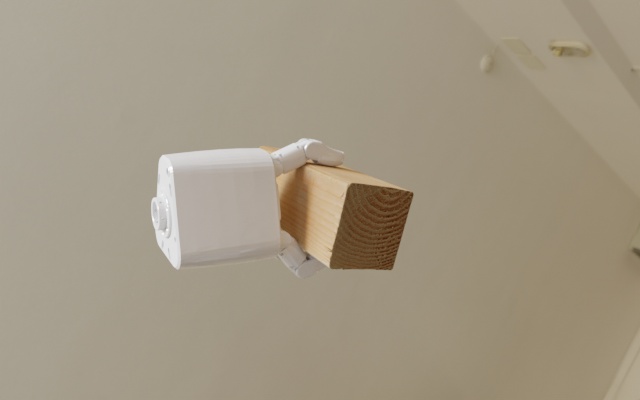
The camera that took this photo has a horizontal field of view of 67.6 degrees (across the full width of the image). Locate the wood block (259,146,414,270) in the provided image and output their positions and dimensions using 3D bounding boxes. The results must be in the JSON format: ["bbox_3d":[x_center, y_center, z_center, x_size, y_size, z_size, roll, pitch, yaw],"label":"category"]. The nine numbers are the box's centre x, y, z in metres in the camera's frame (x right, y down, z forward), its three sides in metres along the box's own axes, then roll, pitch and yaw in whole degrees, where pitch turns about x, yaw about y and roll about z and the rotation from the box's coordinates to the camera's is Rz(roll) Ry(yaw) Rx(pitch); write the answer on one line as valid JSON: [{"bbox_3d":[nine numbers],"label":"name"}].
[{"bbox_3d":[0.000,0.001,0.567,0.090,0.091,0.206,7,12,-34],"label":"wood block"}]
